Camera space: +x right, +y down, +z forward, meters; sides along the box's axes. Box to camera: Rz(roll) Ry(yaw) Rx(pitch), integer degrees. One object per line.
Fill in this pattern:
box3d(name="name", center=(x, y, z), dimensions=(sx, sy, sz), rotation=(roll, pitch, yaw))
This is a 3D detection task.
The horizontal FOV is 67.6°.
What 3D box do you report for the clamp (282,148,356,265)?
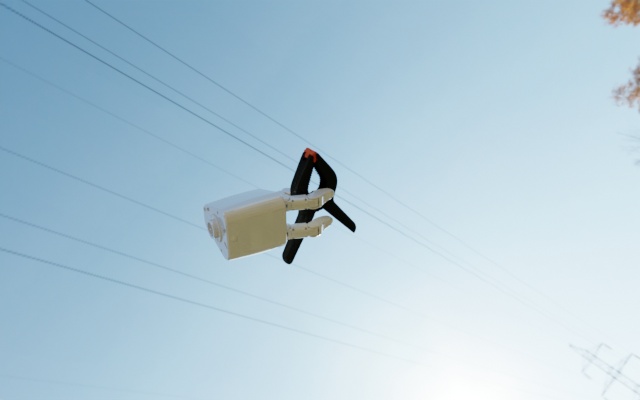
box3d(name="clamp", center=(-0.001, 0.002, 0.868), dimensions=(0.164, 0.210, 0.036), rotation=(-17, 31, -32))
